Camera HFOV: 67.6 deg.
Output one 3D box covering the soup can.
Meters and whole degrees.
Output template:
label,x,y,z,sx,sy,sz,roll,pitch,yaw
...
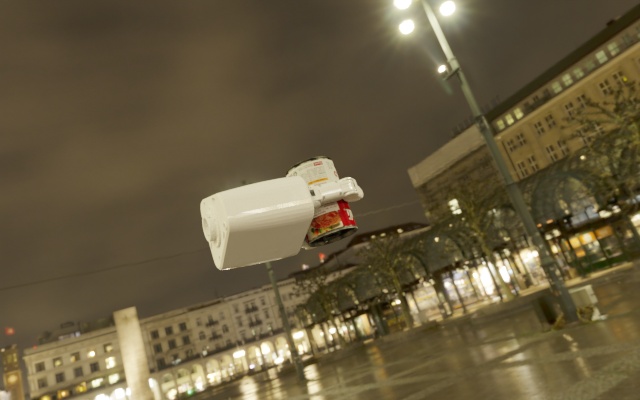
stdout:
label,x,y,z,sx,sy,sz,roll,pitch,yaw
soup can,0.000,0.002,0.629,0.068,0.102,0.068,-18,-15,-5
